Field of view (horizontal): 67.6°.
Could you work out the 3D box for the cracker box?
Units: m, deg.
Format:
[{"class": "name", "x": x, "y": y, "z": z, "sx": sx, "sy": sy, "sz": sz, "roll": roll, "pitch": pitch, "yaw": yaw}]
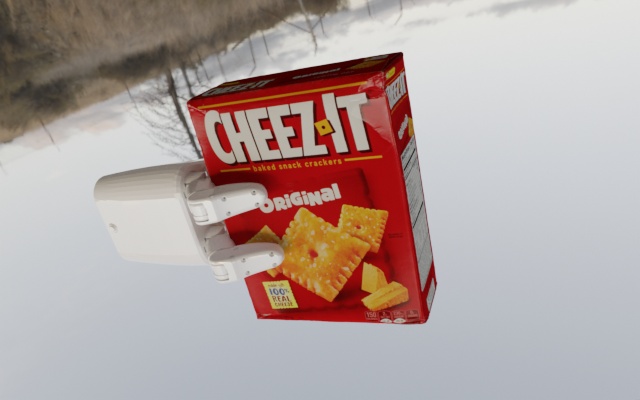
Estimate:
[{"class": "cracker box", "x": 0.000, "y": 0.001, "z": 0.403, "sx": 0.164, "sy": 0.214, "sz": 0.072, "roll": -3, "pitch": 26, "yaw": 23}]
